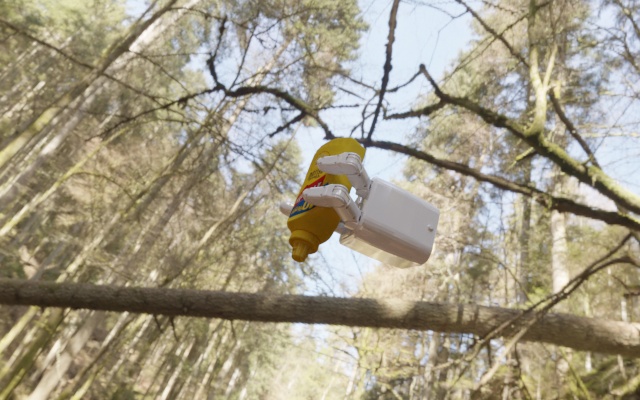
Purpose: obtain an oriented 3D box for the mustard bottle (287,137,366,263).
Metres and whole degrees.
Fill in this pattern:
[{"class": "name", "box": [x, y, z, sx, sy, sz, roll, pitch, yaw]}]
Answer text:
[{"class": "mustard bottle", "box": [0.000, 0.002, 0.671, 0.058, 0.191, 0.096, 39, -37, -26]}]
